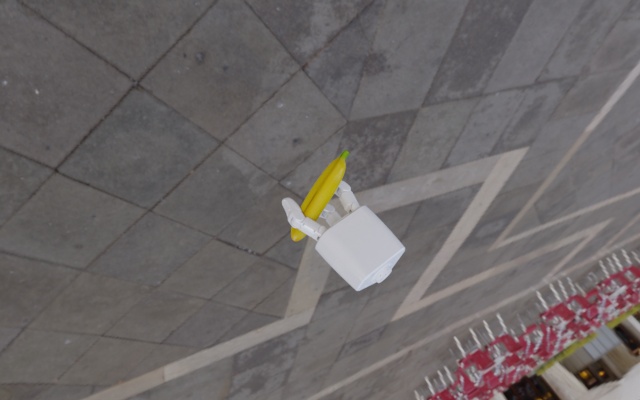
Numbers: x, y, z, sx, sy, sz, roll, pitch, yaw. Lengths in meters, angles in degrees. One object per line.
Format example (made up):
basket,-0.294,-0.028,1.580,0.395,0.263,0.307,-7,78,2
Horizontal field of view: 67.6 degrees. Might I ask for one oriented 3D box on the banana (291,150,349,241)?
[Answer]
banana,-0.005,0.003,0.843,0.037,0.198,0.069,37,19,12
